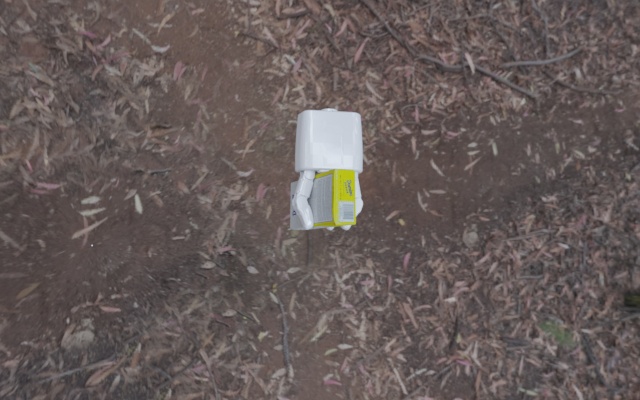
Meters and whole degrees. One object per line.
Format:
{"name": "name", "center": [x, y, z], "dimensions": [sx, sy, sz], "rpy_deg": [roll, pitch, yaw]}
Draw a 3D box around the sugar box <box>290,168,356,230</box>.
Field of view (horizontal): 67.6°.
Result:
{"name": "sugar box", "center": [0.001, 0.003, 0.850], "dimensions": [0.048, 0.093, 0.176], "rpy_deg": [3, -7, -25]}
